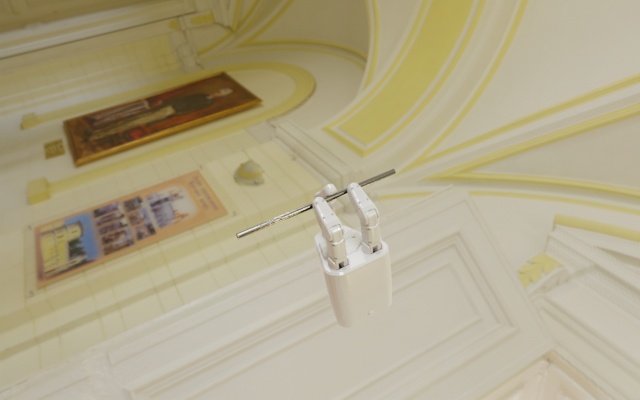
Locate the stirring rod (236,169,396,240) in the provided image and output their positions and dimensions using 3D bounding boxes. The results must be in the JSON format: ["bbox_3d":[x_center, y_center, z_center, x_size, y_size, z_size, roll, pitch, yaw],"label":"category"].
[{"bbox_3d":[0.000,0.002,0.641,0.239,0.011,0.011,-23,8,-19],"label":"stirring rod"}]
